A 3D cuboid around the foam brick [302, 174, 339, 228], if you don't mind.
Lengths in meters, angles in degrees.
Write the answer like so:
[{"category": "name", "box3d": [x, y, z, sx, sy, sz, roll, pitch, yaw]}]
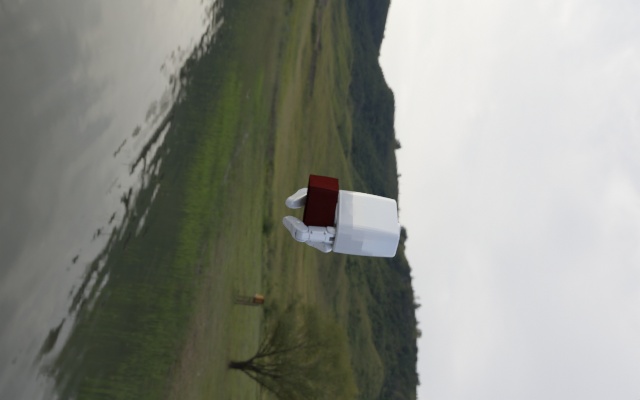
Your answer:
[{"category": "foam brick", "box3d": [0.000, 0.002, 0.807, 0.051, 0.078, 0.053, 8, 28, -3]}]
